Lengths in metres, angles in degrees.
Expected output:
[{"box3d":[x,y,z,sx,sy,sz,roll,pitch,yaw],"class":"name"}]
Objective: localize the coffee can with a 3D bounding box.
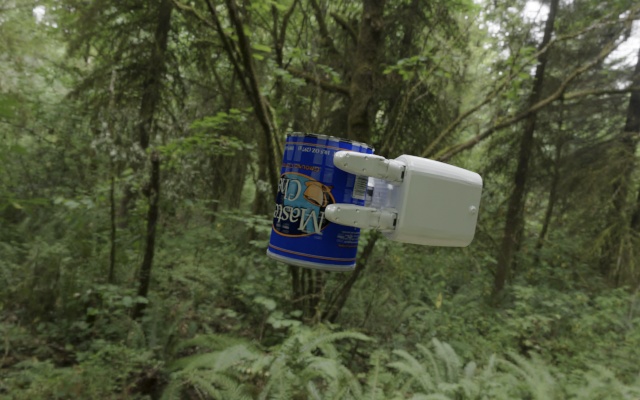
[{"box3d":[0.000,0.002,0.547,0.103,0.140,0.103,9,1,0],"class":"coffee can"}]
